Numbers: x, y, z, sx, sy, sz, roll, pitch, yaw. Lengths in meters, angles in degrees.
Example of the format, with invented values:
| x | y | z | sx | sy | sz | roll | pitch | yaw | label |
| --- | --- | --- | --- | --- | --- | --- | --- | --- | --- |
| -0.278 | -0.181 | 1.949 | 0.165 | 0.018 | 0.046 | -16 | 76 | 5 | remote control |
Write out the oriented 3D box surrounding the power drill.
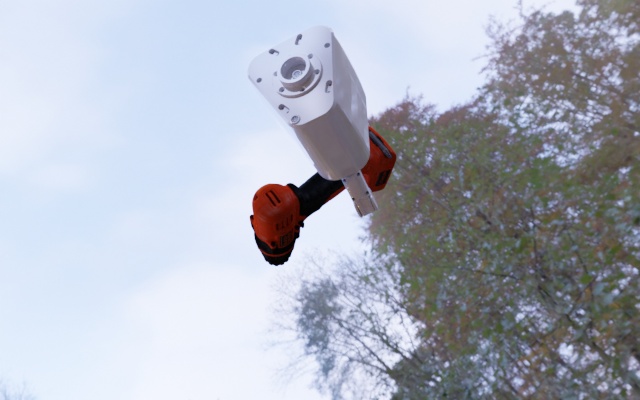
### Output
| x | y | z | sx | sy | sz | roll | pitch | yaw | label |
| --- | --- | --- | --- | --- | --- | --- | --- | --- | --- |
| 0.000 | 0.002 | 0.590 | 0.187 | 0.057 | 0.184 | -35 | -17 | -18 | power drill |
